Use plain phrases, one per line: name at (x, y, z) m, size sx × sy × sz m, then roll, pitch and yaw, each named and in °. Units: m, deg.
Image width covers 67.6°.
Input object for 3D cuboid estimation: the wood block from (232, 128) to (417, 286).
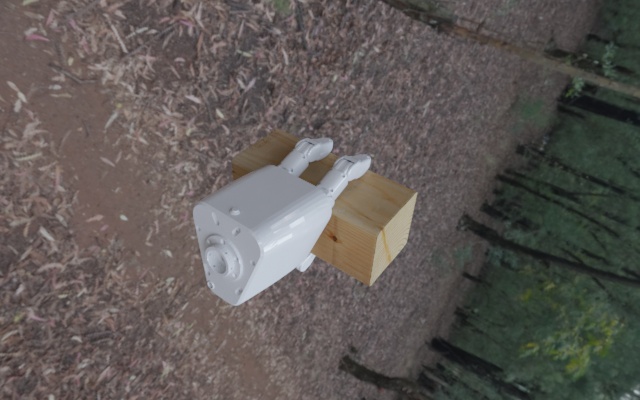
wood block at (0.000, 0.002, 0.585) m, size 0.206 × 0.091 × 0.090 m, roll 28°, pitch 48°, yaw 25°
